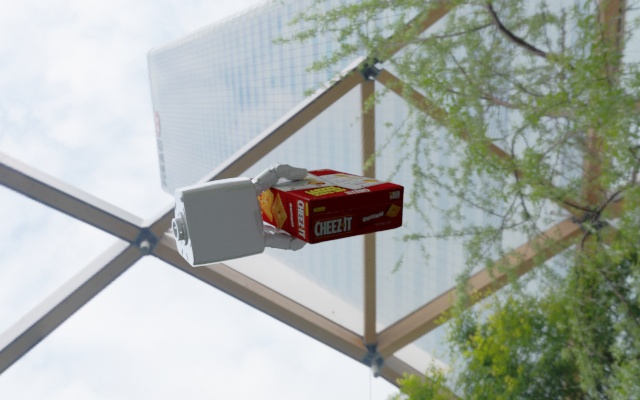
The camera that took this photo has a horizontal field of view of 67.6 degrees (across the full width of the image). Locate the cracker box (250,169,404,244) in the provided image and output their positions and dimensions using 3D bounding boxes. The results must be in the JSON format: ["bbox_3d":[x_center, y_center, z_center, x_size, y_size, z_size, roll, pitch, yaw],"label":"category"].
[{"bbox_3d":[0.000,0.002,0.752,0.164,0.072,0.213,-9,15,-30],"label":"cracker box"}]
